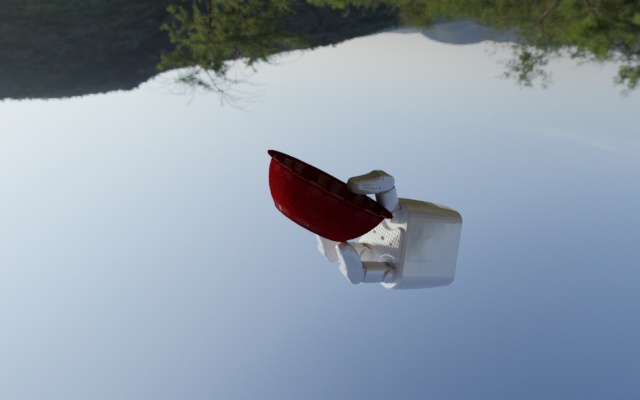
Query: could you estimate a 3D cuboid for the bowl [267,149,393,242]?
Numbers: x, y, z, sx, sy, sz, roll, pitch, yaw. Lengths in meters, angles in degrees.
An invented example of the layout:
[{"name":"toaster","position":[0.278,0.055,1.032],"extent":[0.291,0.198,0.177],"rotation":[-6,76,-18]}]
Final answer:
[{"name":"bowl","position":[-0.001,0.002,0.549],"extent":[0.162,0.055,0.162],"rotation":[28,8,-4]}]
